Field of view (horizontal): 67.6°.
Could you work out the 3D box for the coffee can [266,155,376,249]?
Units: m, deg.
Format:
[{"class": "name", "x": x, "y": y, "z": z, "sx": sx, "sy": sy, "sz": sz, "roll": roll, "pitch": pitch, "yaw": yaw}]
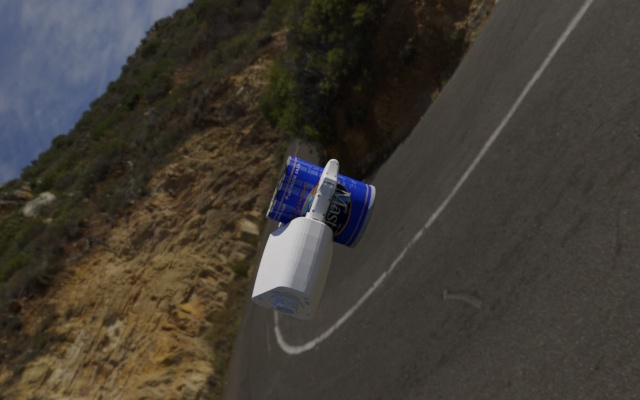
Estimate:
[{"class": "coffee can", "x": 0.000, "y": 0.002, "z": 0.731, "sx": 0.140, "sy": 0.103, "sz": 0.103, "roll": 20, "pitch": -3, "yaw": -7}]
